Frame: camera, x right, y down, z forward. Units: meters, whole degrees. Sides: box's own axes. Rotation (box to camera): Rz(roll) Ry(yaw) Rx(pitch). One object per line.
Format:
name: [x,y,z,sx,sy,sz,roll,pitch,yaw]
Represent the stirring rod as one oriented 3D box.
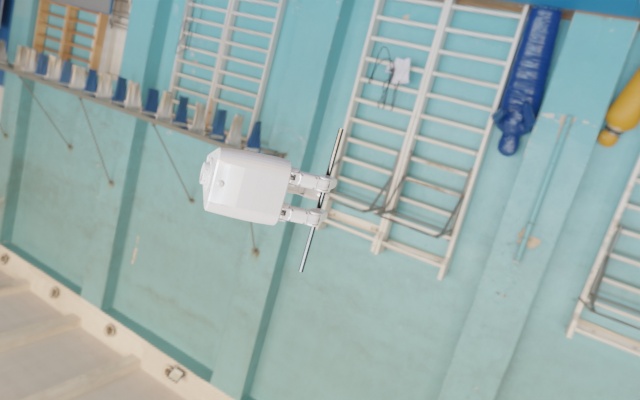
stirring rod: [0.000,0.002,0.761,0.011,0.239,0.011,15,11,-3]
